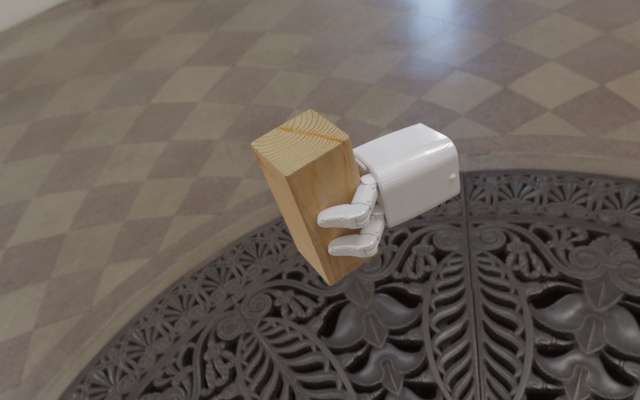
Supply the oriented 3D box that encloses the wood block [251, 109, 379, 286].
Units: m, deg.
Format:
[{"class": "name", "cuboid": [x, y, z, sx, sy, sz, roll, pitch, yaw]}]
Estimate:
[{"class": "wood block", "cuboid": [0.000, 0.002, 0.616, 0.090, 0.206, 0.090, -33, 44, -14]}]
